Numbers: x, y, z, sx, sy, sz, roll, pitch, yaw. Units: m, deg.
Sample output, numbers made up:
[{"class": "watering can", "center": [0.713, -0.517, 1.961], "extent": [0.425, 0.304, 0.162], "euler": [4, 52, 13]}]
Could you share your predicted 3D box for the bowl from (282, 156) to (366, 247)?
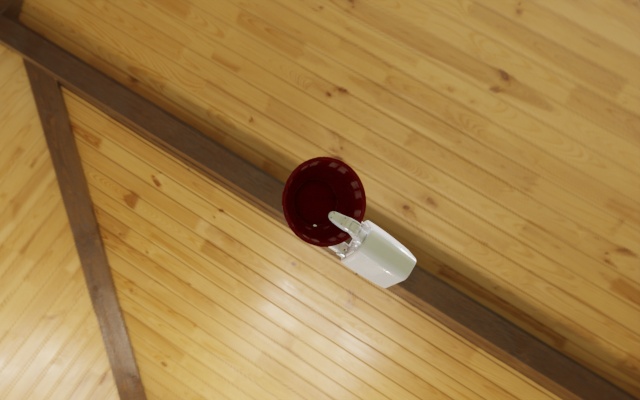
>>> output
[{"class": "bowl", "center": [-0.001, 0.002, 0.876], "extent": [0.162, 0.162, 0.055], "euler": [0, -1, -21]}]
